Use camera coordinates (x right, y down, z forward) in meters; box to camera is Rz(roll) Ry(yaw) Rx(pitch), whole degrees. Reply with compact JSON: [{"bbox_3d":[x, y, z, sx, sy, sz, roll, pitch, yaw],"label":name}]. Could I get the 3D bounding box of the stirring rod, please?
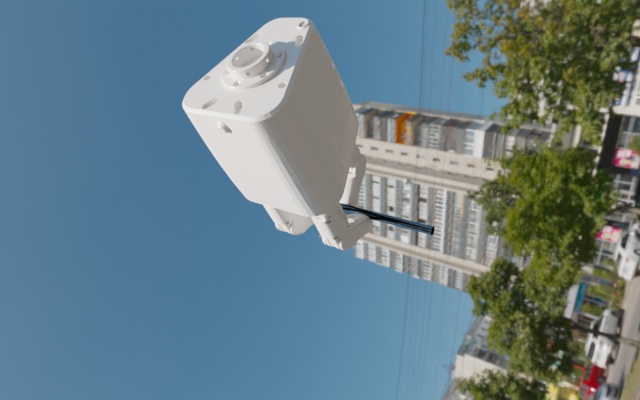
[{"bbox_3d":[0.000,0.002,0.481,0.239,0.011,0.011,14,8,33],"label":"stirring rod"}]
